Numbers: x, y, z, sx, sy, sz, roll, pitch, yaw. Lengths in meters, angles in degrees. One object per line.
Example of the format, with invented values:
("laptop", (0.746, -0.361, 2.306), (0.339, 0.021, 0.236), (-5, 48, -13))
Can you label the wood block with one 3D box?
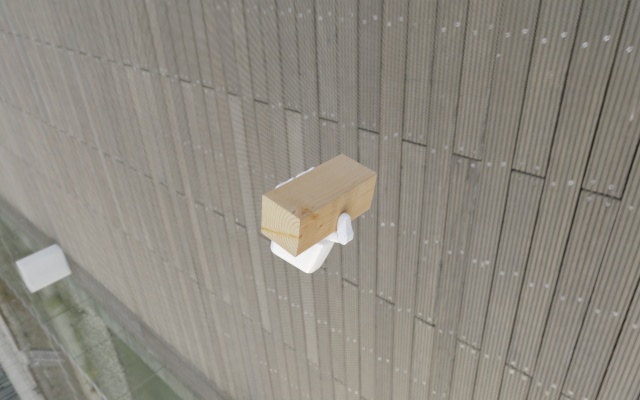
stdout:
("wood block", (0.000, 0.003, 0.869), (0.090, 0.090, 0.206), (33, 45, 29))
